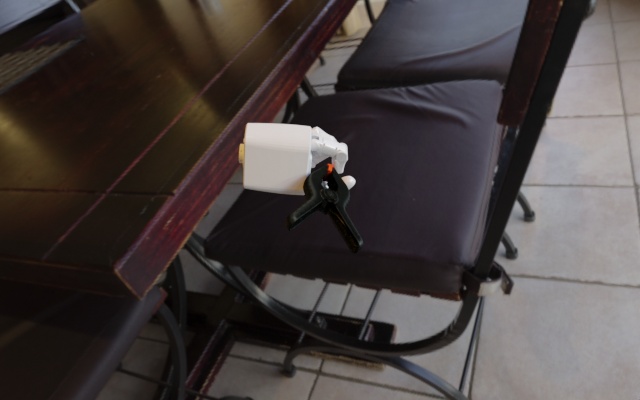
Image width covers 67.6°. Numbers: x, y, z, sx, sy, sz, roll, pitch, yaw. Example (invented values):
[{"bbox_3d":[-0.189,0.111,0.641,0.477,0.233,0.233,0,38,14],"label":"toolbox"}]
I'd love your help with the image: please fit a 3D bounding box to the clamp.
[{"bbox_3d":[0.000,0.002,0.740,0.120,0.171,0.039,20,-53,-25],"label":"clamp"}]
